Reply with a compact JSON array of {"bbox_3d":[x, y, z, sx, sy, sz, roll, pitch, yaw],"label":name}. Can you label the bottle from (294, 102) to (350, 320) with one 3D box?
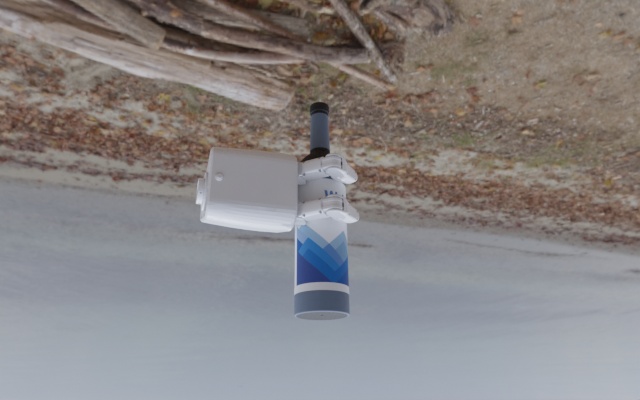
[{"bbox_3d":[0.000,0.002,0.625,0.069,0.295,0.069,-1,-23,0],"label":"bottle"}]
